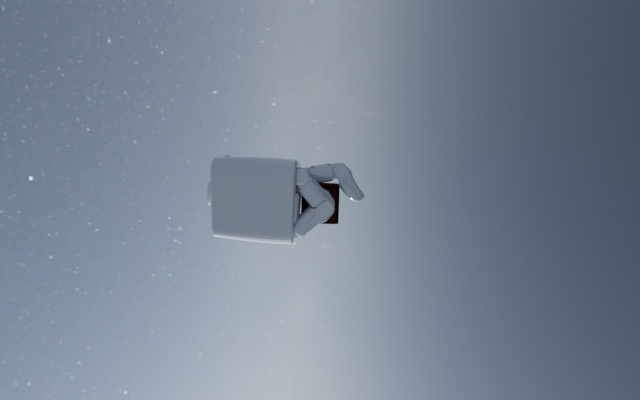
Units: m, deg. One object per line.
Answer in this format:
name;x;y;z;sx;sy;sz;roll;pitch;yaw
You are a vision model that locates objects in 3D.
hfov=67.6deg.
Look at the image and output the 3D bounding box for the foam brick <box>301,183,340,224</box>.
foam brick;0.000;0.002;0.676;0.051;0.053;0.078;2;5;1
